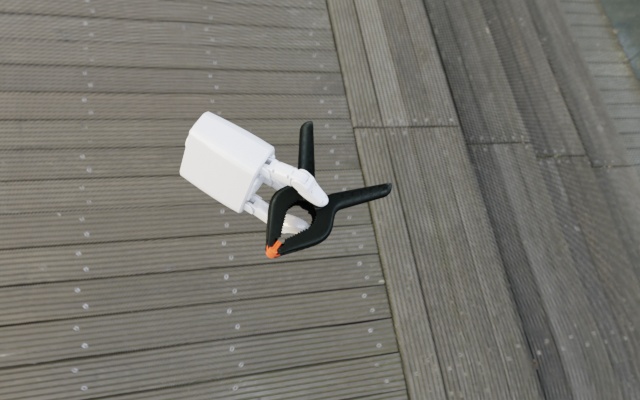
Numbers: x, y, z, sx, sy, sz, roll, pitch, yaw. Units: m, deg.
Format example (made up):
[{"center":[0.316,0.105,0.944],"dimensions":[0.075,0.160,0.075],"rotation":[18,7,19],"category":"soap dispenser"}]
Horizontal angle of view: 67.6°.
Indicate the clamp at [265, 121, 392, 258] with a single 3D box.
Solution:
[{"center":[0.000,0.002,0.674],"dimensions":[0.164,0.210,0.036],"rotation":[31,-27,-2],"category":"clamp"}]
